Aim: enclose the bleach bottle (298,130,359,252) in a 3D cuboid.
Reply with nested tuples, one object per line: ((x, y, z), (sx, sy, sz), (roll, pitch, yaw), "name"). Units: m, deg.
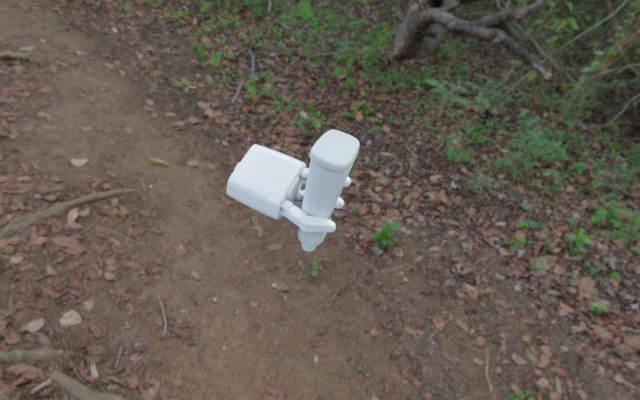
((0.000, 0.003, 0.855), (0.068, 0.251, 0.102), (24, 40, 9), "bleach bottle")
